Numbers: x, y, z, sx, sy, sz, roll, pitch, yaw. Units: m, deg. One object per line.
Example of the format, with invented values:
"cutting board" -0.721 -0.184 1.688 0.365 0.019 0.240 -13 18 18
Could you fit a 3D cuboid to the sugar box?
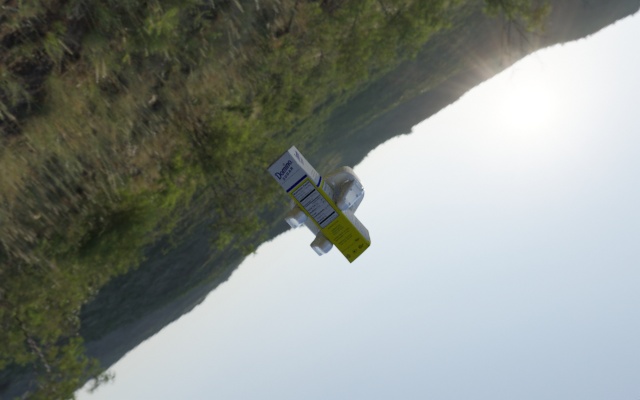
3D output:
"sugar box" 0.000 0.003 0.688 0.048 0.176 0.093 -43 6 9
